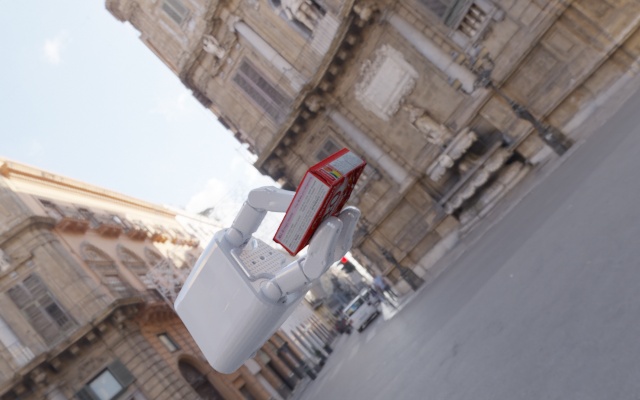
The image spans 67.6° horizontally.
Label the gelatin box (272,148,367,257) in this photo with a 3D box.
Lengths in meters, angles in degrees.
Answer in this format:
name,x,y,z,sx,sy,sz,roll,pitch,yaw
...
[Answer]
name,x,y,z,sx,sy,sz,roll,pitch,yaw
gelatin box,0.000,0.001,0.445,0.030,0.089,0.073,36,33,13
